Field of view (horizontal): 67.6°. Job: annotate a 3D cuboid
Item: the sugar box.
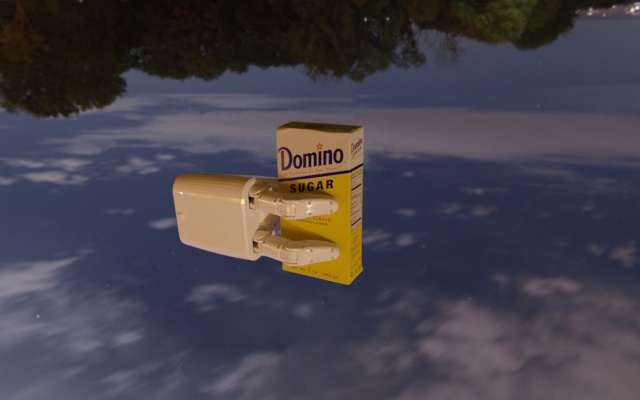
[{"bbox_3d":[0.000,0.002,0.547,0.093,0.176,0.048,8,23,26],"label":"sugar box"}]
